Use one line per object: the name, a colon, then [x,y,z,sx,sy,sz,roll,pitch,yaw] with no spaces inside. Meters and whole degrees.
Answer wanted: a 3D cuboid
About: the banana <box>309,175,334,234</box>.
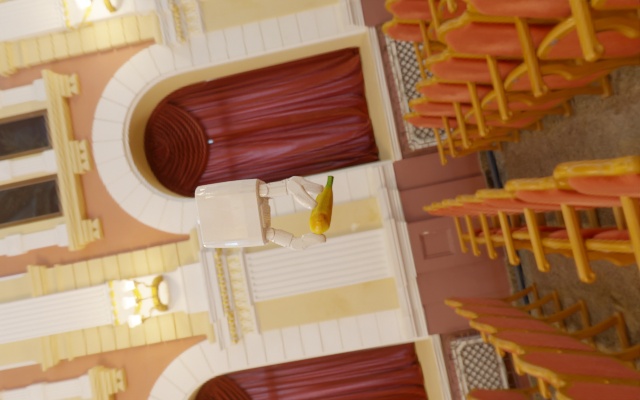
banana: [0.001,0.019,0.833,0.037,0.070,0.197,1,22,4]
